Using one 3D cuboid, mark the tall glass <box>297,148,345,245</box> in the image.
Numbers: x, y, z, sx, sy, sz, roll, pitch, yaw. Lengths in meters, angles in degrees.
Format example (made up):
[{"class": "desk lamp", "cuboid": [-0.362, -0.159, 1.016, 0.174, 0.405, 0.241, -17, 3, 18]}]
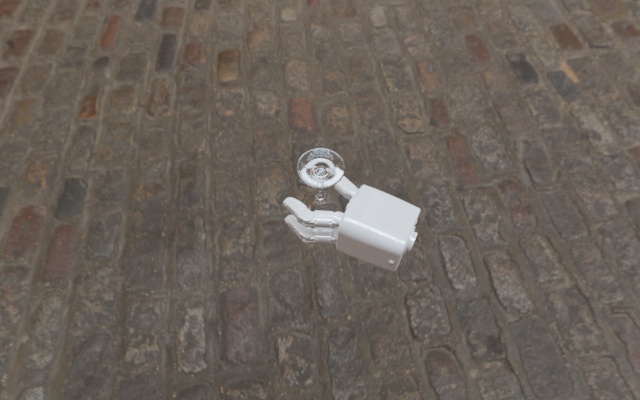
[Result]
[{"class": "tall glass", "cuboid": [0.000, 0.002, 0.807, 0.079, 0.079, 0.201, 0, -32, -1]}]
